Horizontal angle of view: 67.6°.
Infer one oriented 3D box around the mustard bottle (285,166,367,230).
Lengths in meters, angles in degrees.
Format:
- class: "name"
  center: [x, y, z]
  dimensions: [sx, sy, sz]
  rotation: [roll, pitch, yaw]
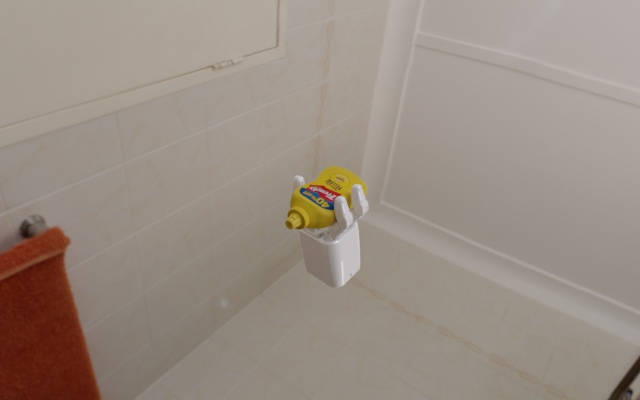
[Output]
- class: "mustard bottle"
  center: [0.000, 0.003, 0.887]
  dimensions: [0.096, 0.058, 0.191]
  rotation: [34, 42, 19]
